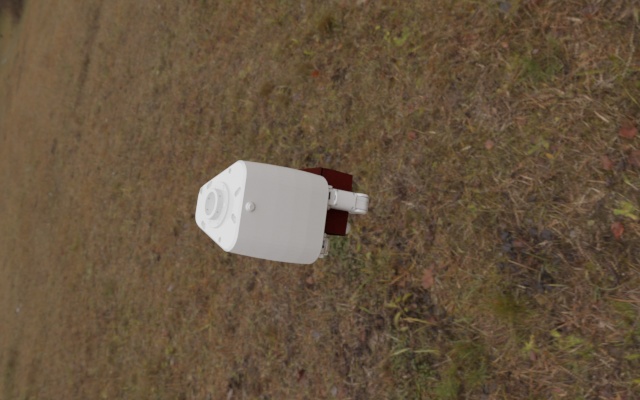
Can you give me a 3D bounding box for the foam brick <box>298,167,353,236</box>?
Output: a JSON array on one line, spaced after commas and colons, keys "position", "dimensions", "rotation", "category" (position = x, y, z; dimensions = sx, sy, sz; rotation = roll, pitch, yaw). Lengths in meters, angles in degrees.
[{"position": [0.000, 0.002, 0.579], "dimensions": [0.051, 0.078, 0.053], "rotation": [12, -8, -37], "category": "foam brick"}]
